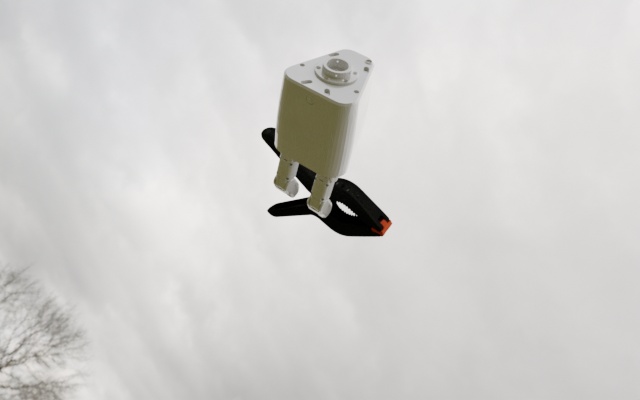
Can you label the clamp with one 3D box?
[{"bbox_3d":[0.001,0.002,0.679,0.210,0.165,0.036,30,52,17],"label":"clamp"}]
